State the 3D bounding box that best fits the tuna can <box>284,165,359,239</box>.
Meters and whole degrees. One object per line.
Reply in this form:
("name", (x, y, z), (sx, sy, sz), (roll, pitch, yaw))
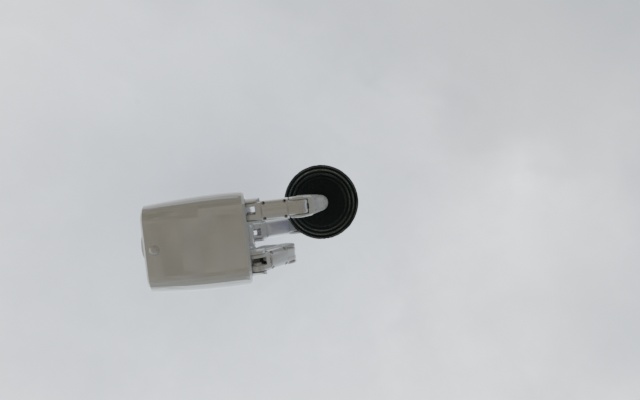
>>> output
("tuna can", (0.000, 0.002, 0.565), (0.086, 0.086, 0.034), (0, -1, -3))
